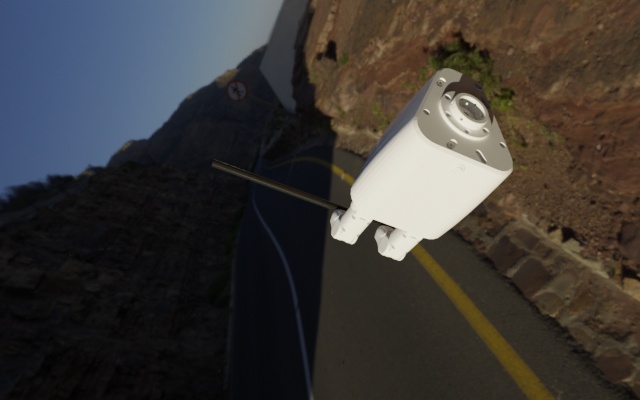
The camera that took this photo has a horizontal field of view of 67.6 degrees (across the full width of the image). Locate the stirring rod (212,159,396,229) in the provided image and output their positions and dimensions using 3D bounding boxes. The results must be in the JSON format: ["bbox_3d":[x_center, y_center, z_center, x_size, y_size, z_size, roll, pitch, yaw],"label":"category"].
[{"bbox_3d":[0.000,0.002,0.515,0.239,0.011,0.011,20,-5,-13],"label":"stirring rod"}]
